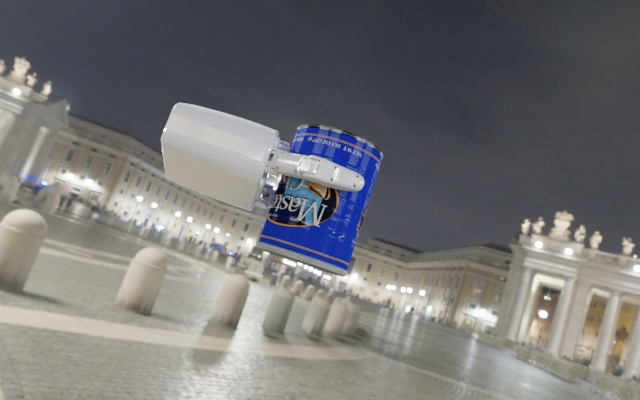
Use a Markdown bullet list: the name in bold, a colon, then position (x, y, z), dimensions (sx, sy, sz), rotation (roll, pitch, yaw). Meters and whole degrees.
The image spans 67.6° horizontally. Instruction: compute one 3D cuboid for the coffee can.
- **coffee can**: position (0.000, 0.002, 0.525), dimensions (0.103, 0.140, 0.103), rotation (18, -9, 3)
